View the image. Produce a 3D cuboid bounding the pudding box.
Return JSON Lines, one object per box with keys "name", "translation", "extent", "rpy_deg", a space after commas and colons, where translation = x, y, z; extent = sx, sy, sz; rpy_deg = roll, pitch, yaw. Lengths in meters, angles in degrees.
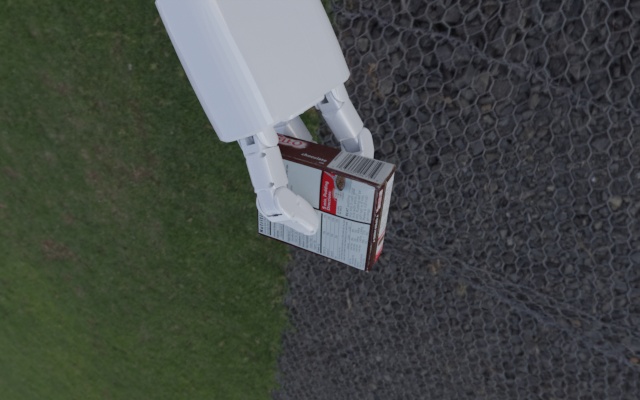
{"name": "pudding box", "translation": [0.000, 0.001, 0.404], "extent": [0.113, 0.090, 0.039], "rpy_deg": [19, 38, 21]}
